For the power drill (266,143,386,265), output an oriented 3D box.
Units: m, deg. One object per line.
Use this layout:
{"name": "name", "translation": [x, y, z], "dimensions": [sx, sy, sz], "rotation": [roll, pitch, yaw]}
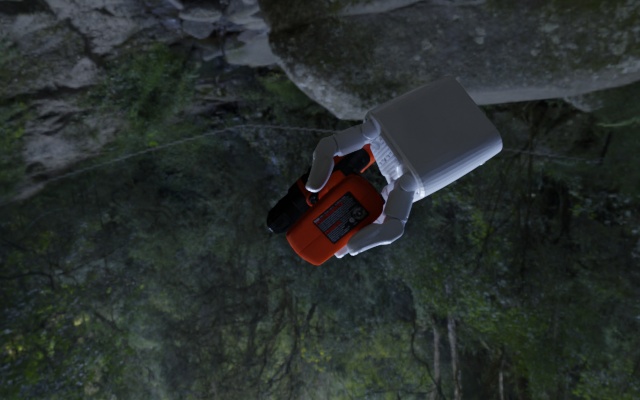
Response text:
{"name": "power drill", "translation": [0.000, 0.002, 0.577], "dimensions": [0.184, 0.057, 0.187], "rotation": [-43, 17, 12]}
